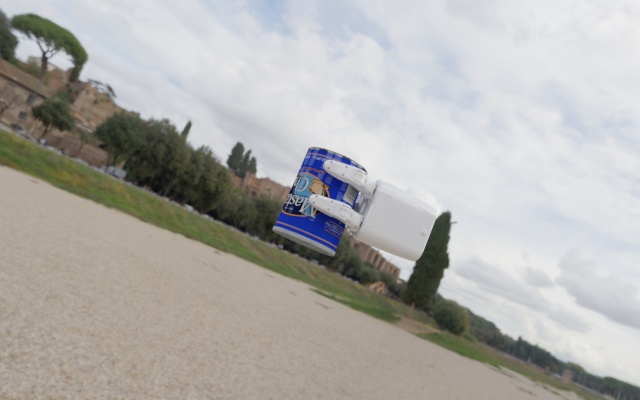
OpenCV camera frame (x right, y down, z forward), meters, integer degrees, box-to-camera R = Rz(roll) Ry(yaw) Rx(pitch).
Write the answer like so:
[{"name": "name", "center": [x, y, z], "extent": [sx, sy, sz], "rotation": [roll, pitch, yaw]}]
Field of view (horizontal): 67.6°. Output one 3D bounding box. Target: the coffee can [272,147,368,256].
[{"name": "coffee can", "center": [0.000, 0.002, 0.740], "extent": [0.103, 0.140, 0.103], "rotation": [23, -9, 4]}]
